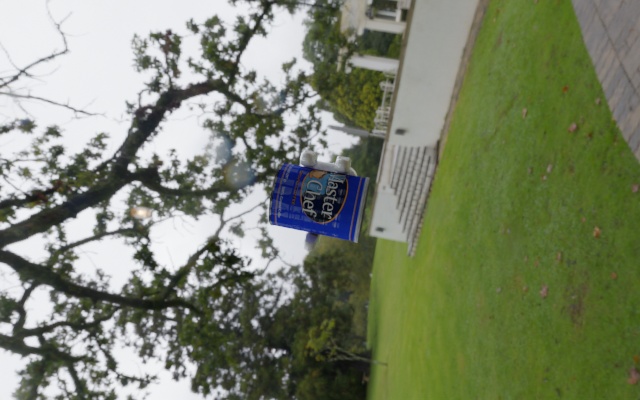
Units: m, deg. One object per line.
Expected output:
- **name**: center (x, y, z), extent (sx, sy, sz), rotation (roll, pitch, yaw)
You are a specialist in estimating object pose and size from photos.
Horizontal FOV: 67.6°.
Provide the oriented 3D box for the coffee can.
- **coffee can**: center (0.000, 0.003, 0.748), extent (0.140, 0.103, 0.103), rotation (11, 1, 6)
